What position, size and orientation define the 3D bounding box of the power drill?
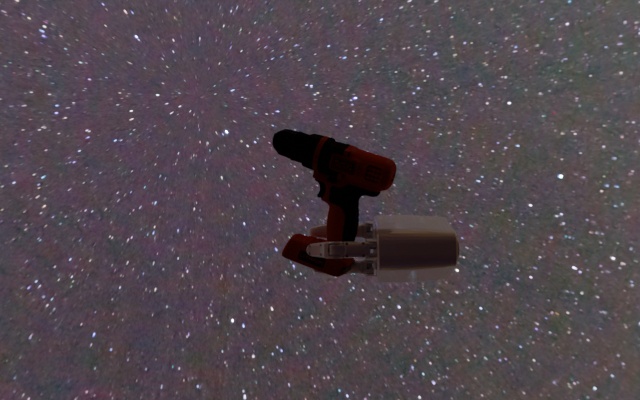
[{"bbox_3d":[0.000,0.003,0.687,0.184,0.188,0.057,20,20,18],"label":"power drill"}]
